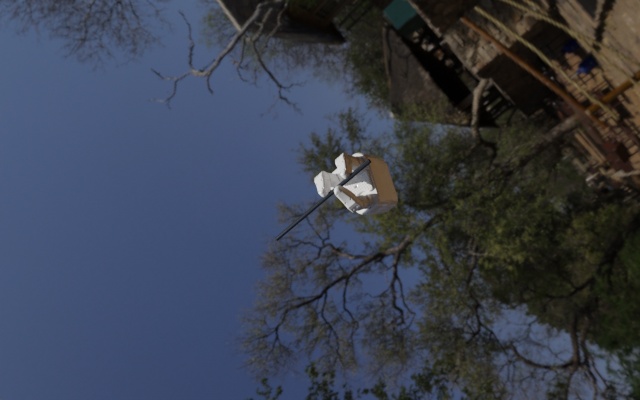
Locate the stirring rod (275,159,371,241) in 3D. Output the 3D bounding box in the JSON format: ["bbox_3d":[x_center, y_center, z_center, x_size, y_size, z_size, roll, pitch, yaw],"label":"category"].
[{"bbox_3d":[0.000,0.003,0.863,0.239,0.011,0.011,-40,-19,24],"label":"stirring rod"}]
